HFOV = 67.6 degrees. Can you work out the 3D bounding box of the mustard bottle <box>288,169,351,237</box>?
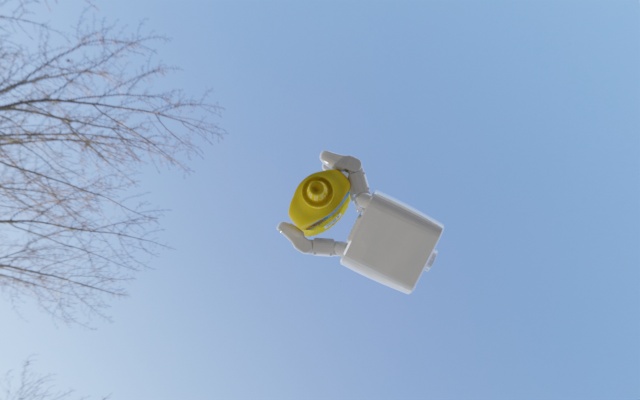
[{"bbox_3d":[0.000,0.002,0.670,0.096,0.058,0.192,-39,-9,-4],"label":"mustard bottle"}]
